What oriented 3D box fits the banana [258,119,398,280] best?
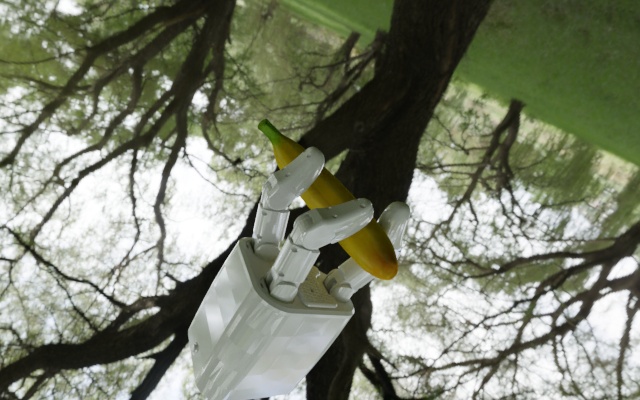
[{"bbox_3d":[0.008,0.004,0.421,0.197,0.037,0.070,48,13,32],"label":"banana"}]
